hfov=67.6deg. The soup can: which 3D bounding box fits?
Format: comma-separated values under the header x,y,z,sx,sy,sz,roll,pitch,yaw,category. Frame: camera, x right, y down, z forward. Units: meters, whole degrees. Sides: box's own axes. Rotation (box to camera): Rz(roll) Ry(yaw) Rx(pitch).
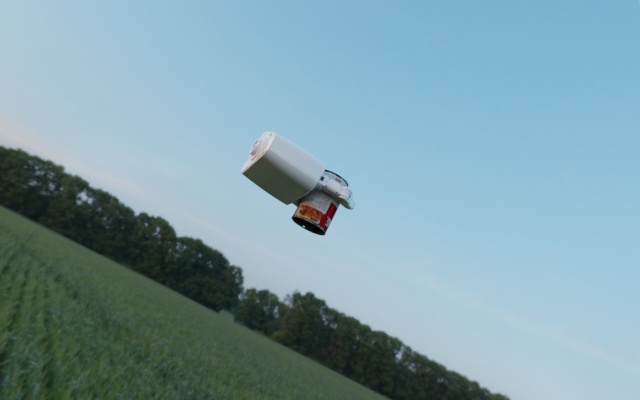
x,y,z,sx,sy,sz,roll,pitch,yaw,category
0.001,0.003,0.862,0.068,0.102,0.068,25,-17,8,soup can
